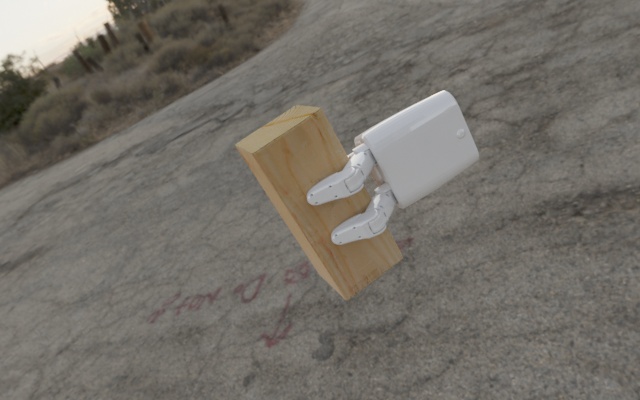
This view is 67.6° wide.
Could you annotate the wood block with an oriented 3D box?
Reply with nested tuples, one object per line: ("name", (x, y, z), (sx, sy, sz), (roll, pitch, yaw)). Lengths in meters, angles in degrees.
("wood block", (0.000, 0.001, 0.560), (0.090, 0.206, 0.091), (-35, 22, -10))
